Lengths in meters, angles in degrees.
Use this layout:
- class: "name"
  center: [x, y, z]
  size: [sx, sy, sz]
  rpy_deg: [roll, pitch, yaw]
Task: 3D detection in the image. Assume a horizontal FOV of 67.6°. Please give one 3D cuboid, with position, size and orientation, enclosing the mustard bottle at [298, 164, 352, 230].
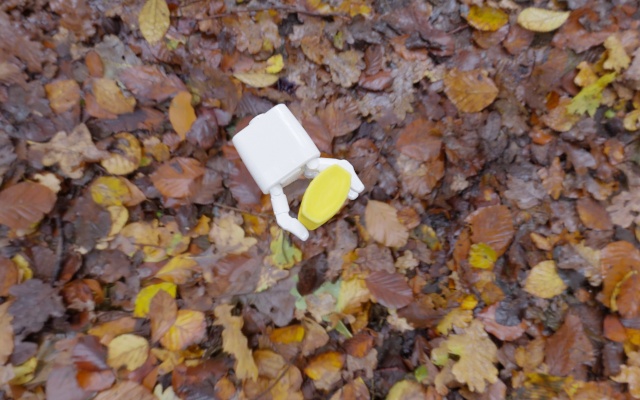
- class: "mustard bottle"
  center: [0.000, 0.003, 0.792]
  size: [0.058, 0.096, 0.191]
  rpy_deg: [32, -10, -1]
